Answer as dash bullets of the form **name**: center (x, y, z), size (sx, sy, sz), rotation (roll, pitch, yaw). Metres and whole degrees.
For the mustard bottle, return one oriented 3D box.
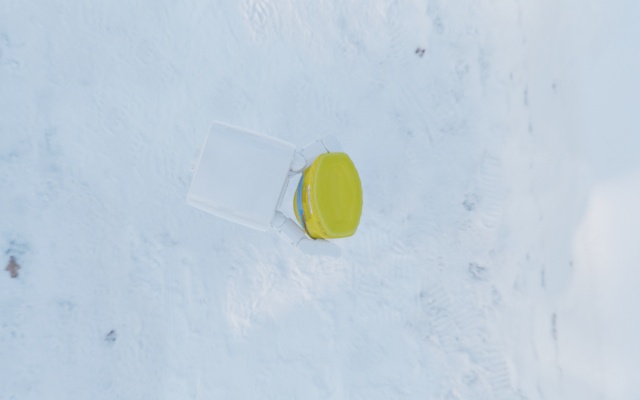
- **mustard bottle**: center (0.000, 0.002, 0.610), size (0.058, 0.096, 0.191), rotation (-6, -4, -12)
